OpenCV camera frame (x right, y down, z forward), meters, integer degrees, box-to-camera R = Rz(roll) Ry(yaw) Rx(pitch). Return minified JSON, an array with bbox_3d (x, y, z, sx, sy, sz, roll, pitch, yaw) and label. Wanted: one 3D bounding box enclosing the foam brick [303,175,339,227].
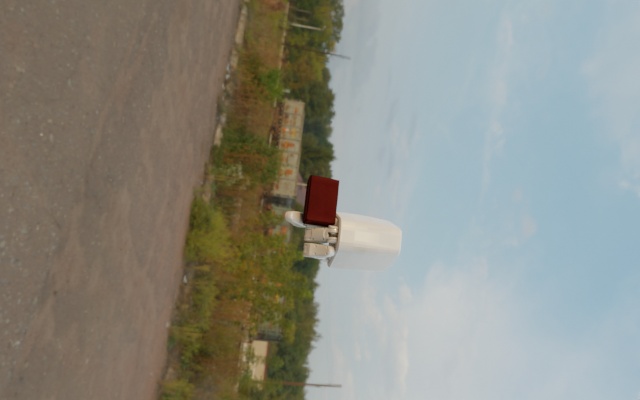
[{"bbox_3d":[0.000,0.002,0.819,0.051,0.078,0.053,7,-11,-6],"label":"foam brick"}]
